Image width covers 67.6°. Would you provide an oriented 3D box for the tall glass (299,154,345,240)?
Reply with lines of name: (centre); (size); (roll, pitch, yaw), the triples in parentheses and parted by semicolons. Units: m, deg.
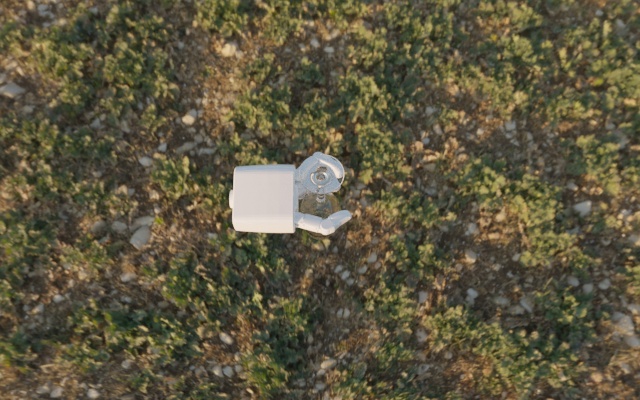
tall glass: (0.000, 0.003, 0.854); (0.079, 0.079, 0.201); (0, -28, -1)
